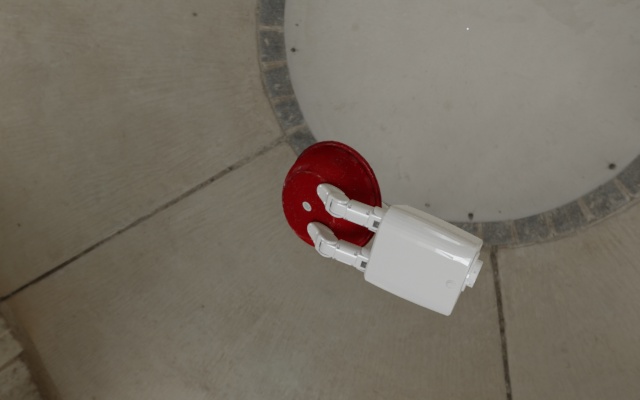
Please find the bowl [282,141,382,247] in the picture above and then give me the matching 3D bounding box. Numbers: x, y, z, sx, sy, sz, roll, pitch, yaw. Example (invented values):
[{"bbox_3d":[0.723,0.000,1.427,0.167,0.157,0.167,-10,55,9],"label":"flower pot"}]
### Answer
[{"bbox_3d":[-0.001,0.002,0.644,0.162,0.162,0.055,0,10,39],"label":"bowl"}]
